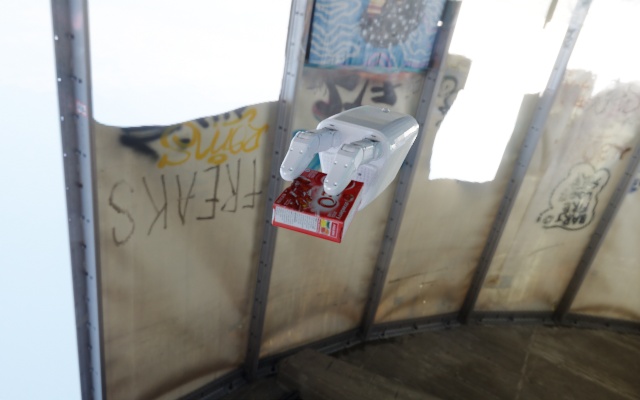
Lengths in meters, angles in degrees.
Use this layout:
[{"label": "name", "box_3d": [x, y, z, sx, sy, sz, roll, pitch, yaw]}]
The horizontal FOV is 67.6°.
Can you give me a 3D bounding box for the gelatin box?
[{"label": "gelatin box", "box_3d": [0.000, 0.002, 0.499, 0.073, 0.030, 0.089, 15, 33, 12]}]
